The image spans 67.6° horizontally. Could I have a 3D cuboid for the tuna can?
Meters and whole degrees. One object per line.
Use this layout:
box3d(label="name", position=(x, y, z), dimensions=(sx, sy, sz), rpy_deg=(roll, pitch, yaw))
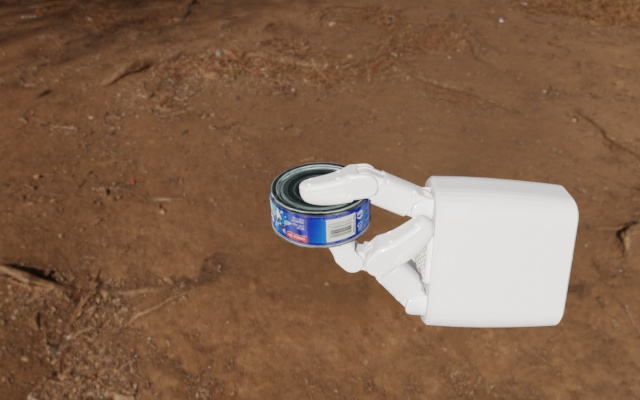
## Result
box3d(label="tuna can", position=(0.000, 0.001, 0.404), dimensions=(0.086, 0.034, 0.086), rpy_deg=(-1, 33, 1))
